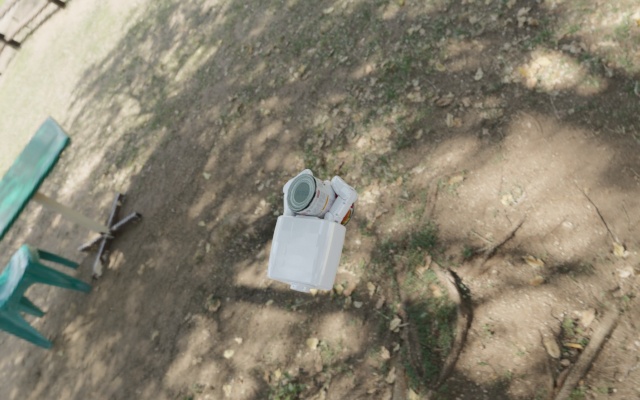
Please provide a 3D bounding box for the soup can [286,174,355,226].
[{"bbox_3d":[0.000,0.002,0.810,0.068,0.068,0.102,0,-19,44],"label":"soup can"}]
